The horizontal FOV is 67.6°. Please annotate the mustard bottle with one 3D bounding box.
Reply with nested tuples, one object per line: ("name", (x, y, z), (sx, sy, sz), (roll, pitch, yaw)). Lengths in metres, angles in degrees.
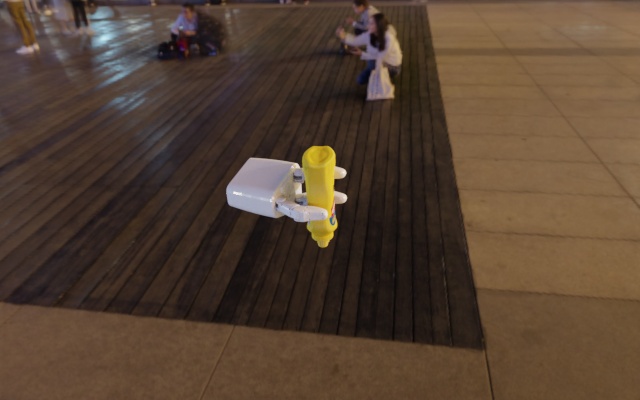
("mustard bottle", (0.000, 0.003, 0.885), (0.058, 0.192, 0.096), (-1, 28, 3))
